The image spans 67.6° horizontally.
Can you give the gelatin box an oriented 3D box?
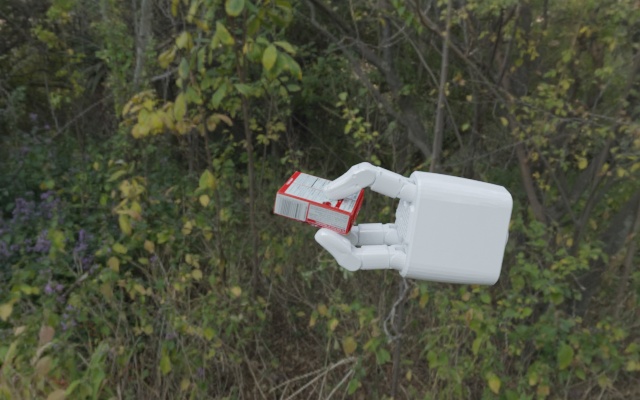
[{"bbox_3d":[0.000,0.001,0.547,0.089,0.030,0.073,16,26,8],"label":"gelatin box"}]
